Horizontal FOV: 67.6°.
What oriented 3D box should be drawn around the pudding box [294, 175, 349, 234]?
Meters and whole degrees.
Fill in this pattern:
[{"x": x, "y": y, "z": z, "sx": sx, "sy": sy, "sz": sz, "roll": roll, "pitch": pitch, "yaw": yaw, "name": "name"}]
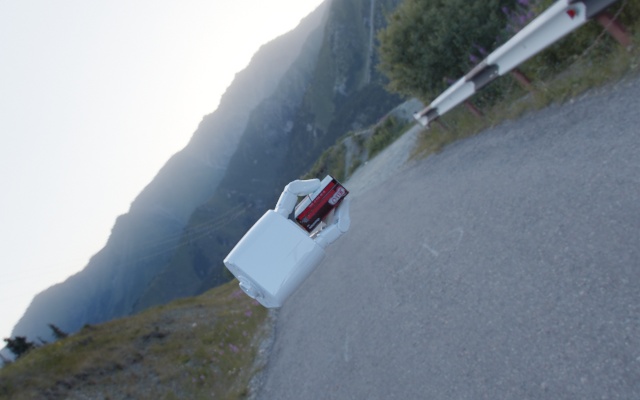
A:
[{"x": 0.000, "y": 0.002, "z": 0.782, "sx": 0.039, "sy": 0.090, "sz": 0.113, "roll": 44, "pitch": 3, "yaw": -8, "name": "pudding box"}]
